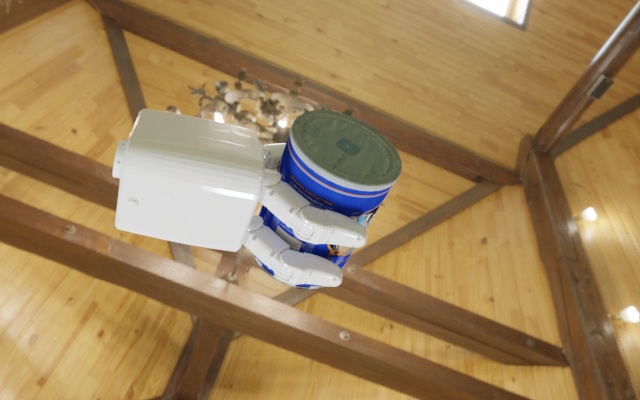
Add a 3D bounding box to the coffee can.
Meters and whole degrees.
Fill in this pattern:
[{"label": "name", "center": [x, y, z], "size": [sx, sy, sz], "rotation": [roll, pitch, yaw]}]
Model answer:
[{"label": "coffee can", "center": [0.000, 0.001, 0.453], "size": [0.103, 0.140, 0.102], "rotation": [16, 39, -13]}]
